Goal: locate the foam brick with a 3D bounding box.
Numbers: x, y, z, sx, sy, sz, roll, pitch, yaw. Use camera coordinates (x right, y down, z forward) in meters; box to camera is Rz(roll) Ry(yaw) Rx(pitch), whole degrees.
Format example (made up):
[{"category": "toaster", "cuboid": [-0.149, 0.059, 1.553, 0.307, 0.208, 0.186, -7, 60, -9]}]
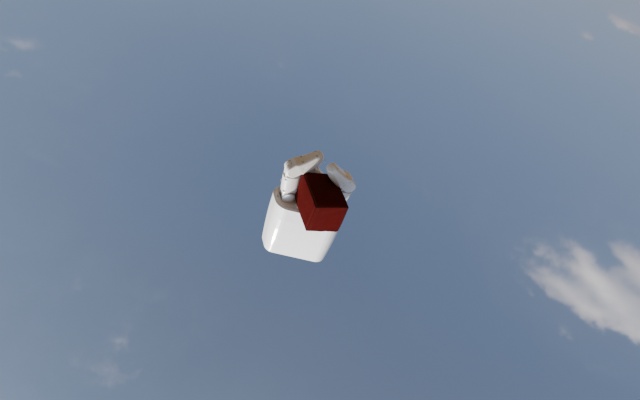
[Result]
[{"category": "foam brick", "cuboid": [0.000, 0.002, 0.707, 0.053, 0.051, 0.078, 4, 40, -23]}]
